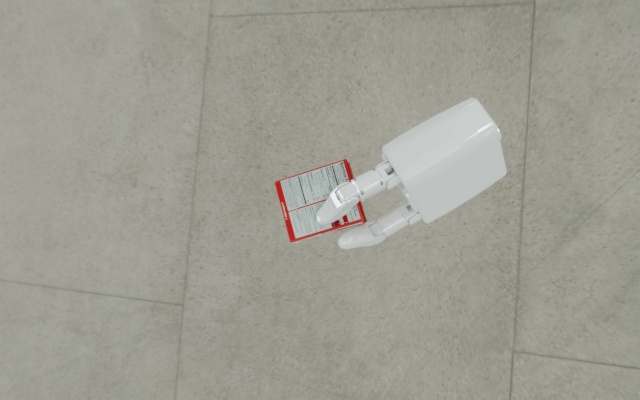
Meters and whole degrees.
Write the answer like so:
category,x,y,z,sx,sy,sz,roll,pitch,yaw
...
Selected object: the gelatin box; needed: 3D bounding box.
category,x,y,z,sx,sy,sz,roll,pitch,yaw
gelatin box,0.000,0.002,0.541,0.089,0.073,0.030,-17,-9,8
